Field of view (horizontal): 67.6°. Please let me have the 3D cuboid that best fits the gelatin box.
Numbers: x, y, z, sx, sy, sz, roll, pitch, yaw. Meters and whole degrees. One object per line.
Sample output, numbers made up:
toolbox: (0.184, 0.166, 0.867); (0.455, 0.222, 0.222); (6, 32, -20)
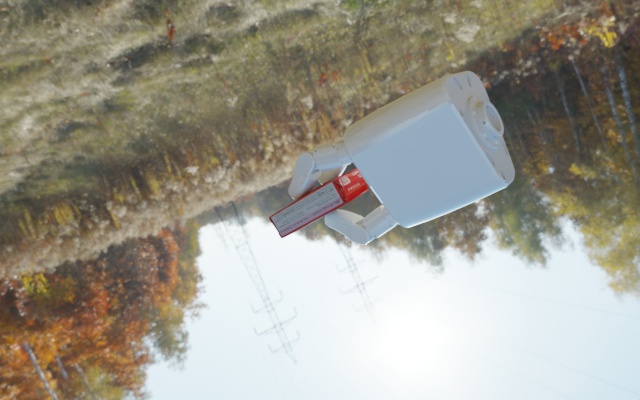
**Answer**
gelatin box: (0.000, 0.002, 0.508); (0.089, 0.030, 0.073); (-31, -2, 26)
